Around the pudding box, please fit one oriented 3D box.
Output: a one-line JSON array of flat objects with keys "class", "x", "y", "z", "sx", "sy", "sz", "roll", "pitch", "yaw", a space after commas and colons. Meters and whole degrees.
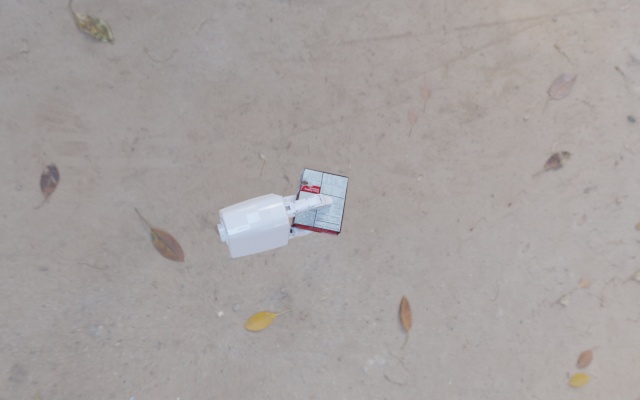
[{"class": "pudding box", "x": 0.000, "y": 0.003, "z": 0.887, "sx": 0.090, "sy": 0.113, "sz": 0.039, "roll": 12, "pitch": -14, "yaw": -7}]
